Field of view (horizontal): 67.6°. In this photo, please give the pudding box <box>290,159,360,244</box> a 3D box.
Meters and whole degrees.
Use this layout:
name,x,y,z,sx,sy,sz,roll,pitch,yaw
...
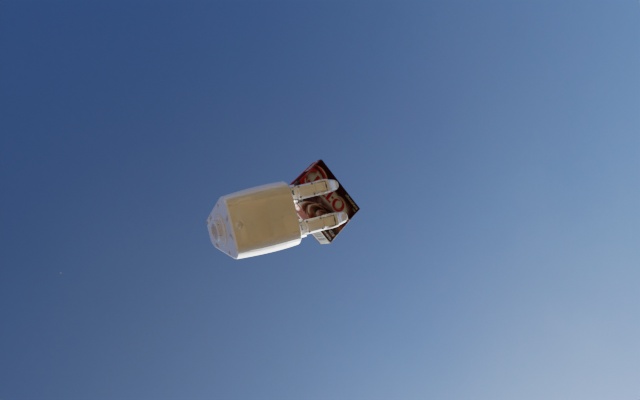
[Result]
name,x,y,z,sx,sy,sz,roll,pitch,yaw
pudding box,0.000,0.003,0.794,0.090,0.113,0.039,-46,17,-30
